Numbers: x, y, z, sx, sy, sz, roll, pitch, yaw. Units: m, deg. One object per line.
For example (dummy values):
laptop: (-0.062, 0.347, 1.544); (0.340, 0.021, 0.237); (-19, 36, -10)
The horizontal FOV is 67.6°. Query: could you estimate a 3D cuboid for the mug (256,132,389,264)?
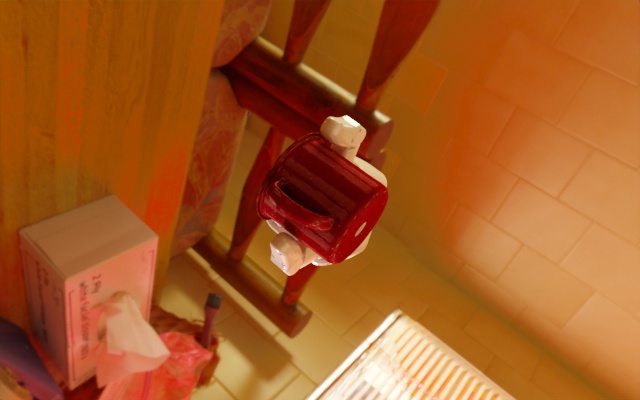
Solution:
mug: (0.000, 0.001, 0.405); (0.081, 0.093, 0.117); (36, 15, 19)
